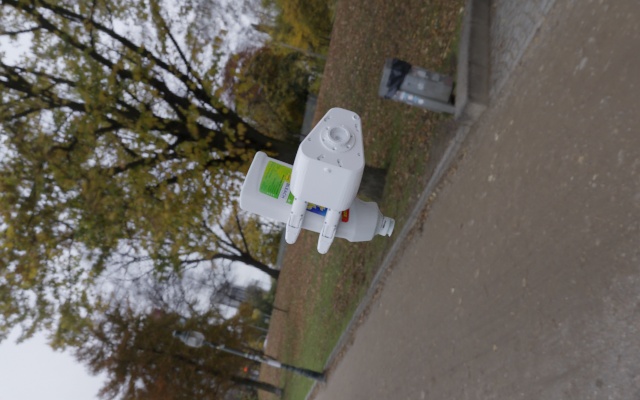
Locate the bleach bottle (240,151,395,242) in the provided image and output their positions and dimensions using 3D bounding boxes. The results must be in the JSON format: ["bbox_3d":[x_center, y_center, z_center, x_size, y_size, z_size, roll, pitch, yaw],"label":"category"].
[{"bbox_3d":[0.000,0.003,0.793,0.251,0.102,0.068,17,-31,1],"label":"bleach bottle"}]
